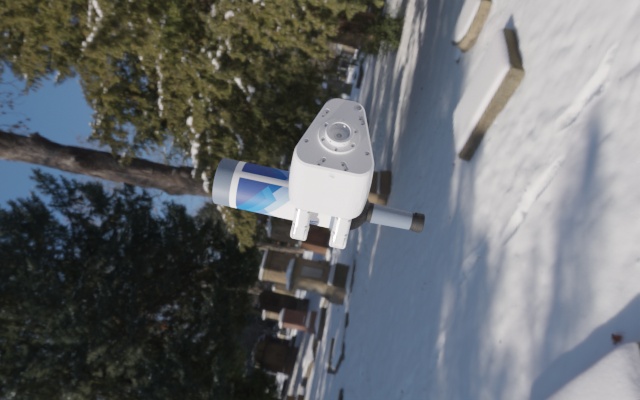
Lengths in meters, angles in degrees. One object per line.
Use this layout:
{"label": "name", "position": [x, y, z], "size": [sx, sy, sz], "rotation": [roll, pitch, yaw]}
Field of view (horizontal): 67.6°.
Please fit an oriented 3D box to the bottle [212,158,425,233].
{"label": "bottle", "position": [0.000, 0.002, 0.677], "size": [0.296, 0.069, 0.069], "rotation": [12, 0, 1]}
